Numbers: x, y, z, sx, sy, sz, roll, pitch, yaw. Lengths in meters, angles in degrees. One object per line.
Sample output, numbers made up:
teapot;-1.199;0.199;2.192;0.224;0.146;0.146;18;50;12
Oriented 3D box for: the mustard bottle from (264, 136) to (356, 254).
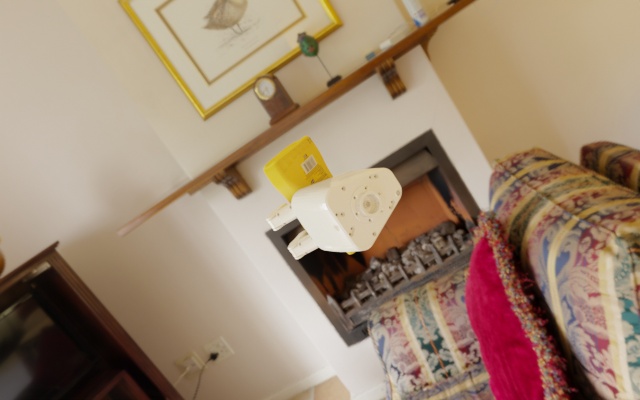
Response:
mustard bottle;0.000;0.002;0.730;0.058;0.192;0.096;-23;17;42
